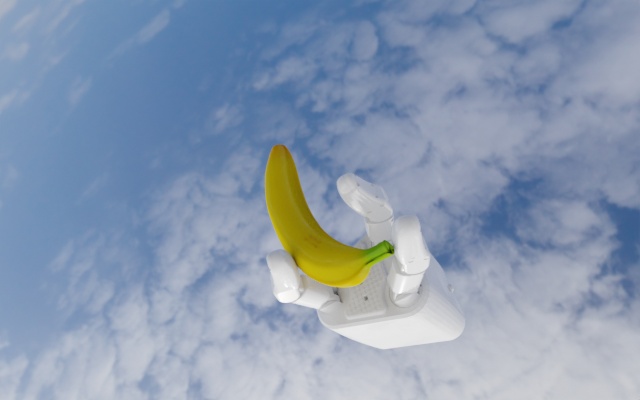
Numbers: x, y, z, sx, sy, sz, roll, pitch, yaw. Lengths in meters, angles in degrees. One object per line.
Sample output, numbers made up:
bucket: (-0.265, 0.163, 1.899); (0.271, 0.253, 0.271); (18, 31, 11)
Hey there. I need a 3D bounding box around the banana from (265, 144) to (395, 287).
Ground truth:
banana: (-0.010, 0.017, 0.419); (0.037, 0.069, 0.197); (35, 6, -43)
